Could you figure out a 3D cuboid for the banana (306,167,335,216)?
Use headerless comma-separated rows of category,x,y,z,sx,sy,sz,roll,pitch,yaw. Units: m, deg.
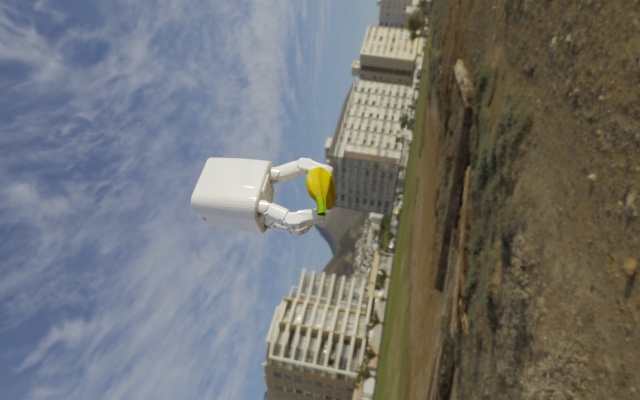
banana,0.001,-0.016,0.731,0.037,0.069,0.198,3,2,6
